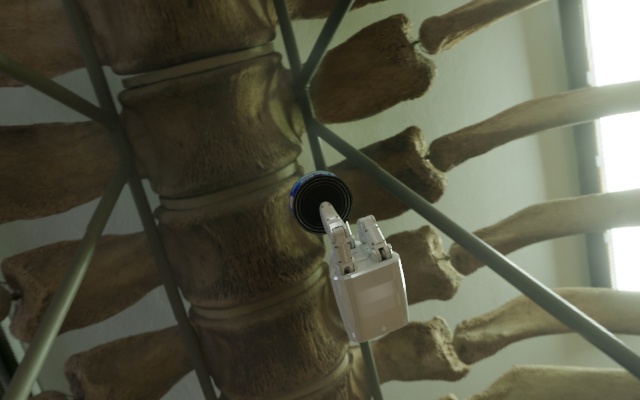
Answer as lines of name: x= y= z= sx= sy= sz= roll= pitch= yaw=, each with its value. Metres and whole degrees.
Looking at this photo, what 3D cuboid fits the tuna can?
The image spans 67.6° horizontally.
tuna can: x=0.000 y=0.002 z=0.664 sx=0.086 sy=0.086 sz=0.033 roll=0 pitch=17 yaw=-15
